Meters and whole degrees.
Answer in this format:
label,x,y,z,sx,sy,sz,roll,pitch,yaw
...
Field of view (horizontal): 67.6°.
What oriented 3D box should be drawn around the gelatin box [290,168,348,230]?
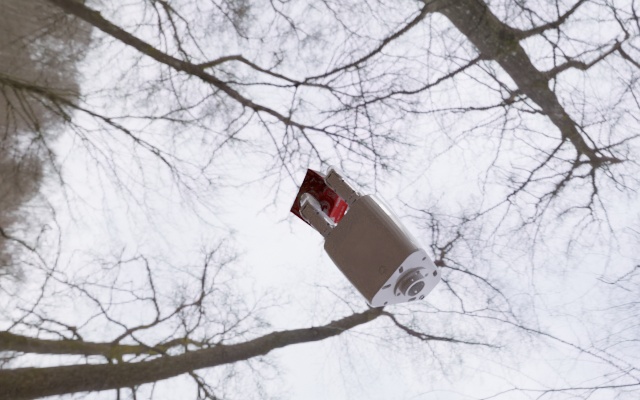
label,x,y,z,sx,sy,sz,roll,pitch,yaw
gelatin box,0.000,0.002,0.692,0.030,0.073,0.089,16,12,-40
